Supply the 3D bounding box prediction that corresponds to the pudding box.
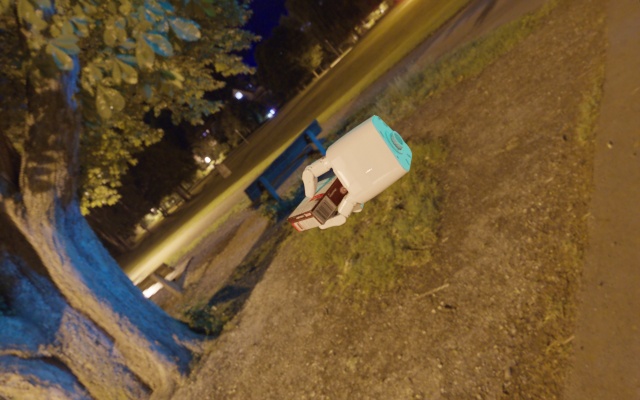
[{"bbox_3d":[0.000,0.003,0.898,0.113,0.039,0.090,-50,16,-31],"label":"pudding box"}]
